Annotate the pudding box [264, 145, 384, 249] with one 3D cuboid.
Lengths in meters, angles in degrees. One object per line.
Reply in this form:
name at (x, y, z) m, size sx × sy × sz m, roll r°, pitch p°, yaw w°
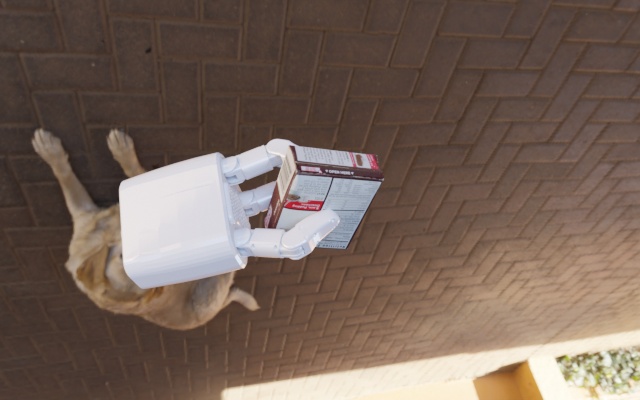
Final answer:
pudding box at (0.000, 0.002, 0.473) m, size 0.090 × 0.039 × 0.114 m, roll 4°, pitch -42°, yaw -20°
